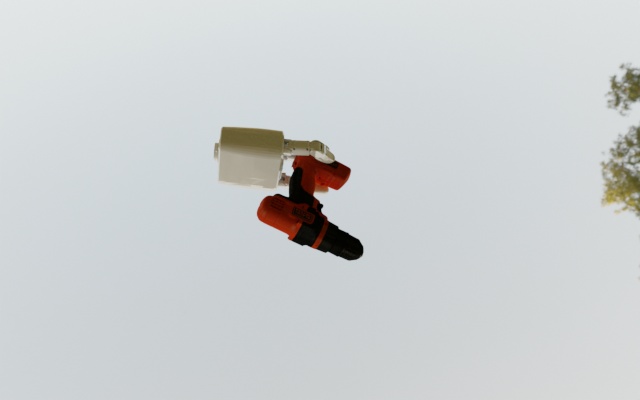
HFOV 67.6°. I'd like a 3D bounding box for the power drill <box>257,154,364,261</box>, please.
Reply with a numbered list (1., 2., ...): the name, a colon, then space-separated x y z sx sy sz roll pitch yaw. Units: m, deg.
1. power drill: 0.000 0.002 0.812 0.184 0.187 0.057 27 -49 -9
